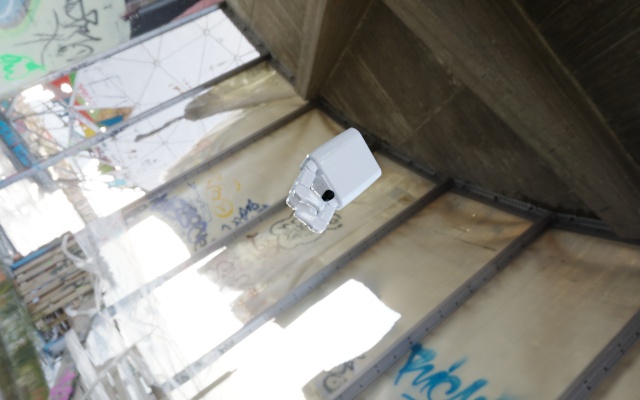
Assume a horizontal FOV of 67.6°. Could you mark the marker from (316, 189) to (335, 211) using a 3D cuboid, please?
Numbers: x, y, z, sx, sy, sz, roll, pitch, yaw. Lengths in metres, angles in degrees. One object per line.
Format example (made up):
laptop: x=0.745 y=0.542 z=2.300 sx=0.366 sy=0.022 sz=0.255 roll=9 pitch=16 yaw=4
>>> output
marker: x=0.000 y=0.003 z=0.860 sx=0.020 sy=0.020 sz=0.121 roll=0 pitch=-14 yaw=-16
